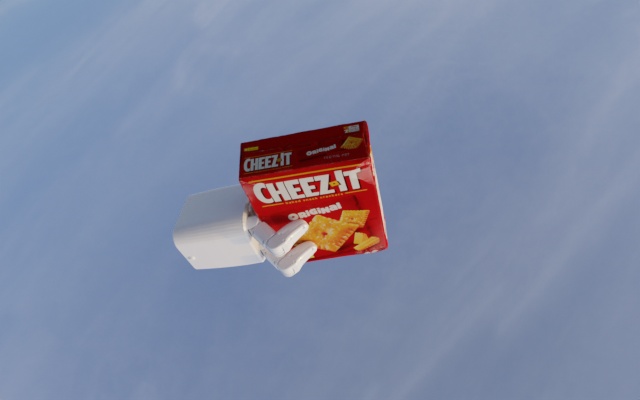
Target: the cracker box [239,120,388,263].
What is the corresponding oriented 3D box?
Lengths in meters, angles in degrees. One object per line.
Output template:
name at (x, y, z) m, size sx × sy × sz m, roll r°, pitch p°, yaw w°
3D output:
cracker box at (0.000, 0.002, 0.657) m, size 0.164 × 0.072 × 0.214 m, roll -9°, pitch -37°, yaw 8°
